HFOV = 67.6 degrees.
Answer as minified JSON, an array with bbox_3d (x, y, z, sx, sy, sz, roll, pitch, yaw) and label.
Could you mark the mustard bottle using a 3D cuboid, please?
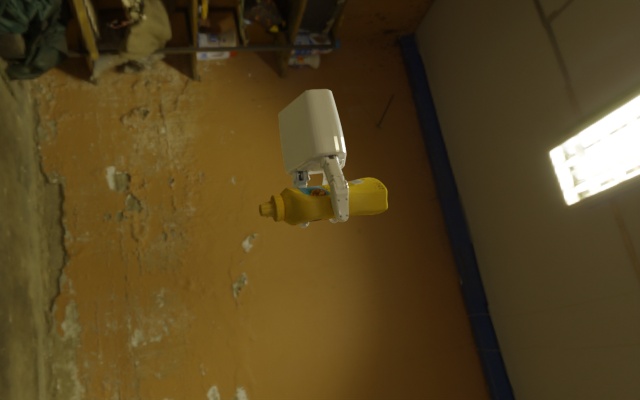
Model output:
[{"bbox_3d":[0.000,0.003,0.740,0.191,0.058,0.096,-7,13,-18],"label":"mustard bottle"}]
